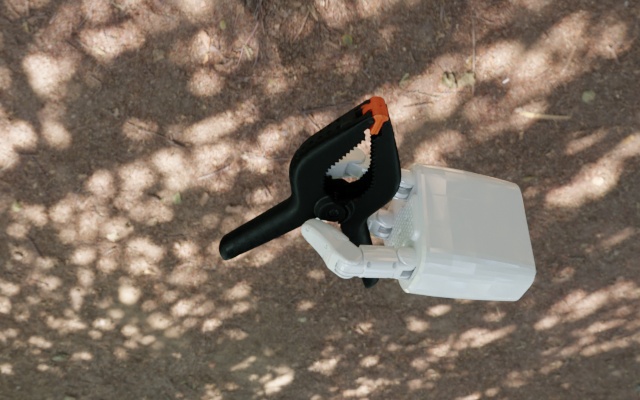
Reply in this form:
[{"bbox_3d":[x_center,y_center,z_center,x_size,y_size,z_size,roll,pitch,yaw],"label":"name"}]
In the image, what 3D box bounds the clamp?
[{"bbox_3d":[0.000,0.002,0.418,0.164,0.210,0.036,8,43,-11],"label":"clamp"}]
